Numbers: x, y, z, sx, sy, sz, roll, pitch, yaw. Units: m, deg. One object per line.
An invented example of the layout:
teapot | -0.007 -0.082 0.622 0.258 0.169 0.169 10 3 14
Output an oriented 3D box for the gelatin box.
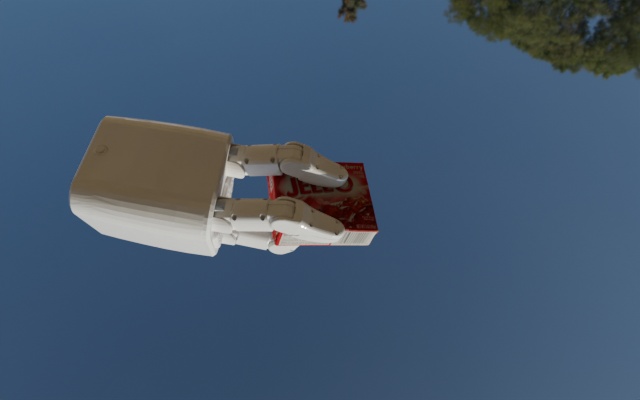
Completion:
gelatin box | 0.000 0.002 0.420 0.089 0.073 0.030 1 -33 -17
